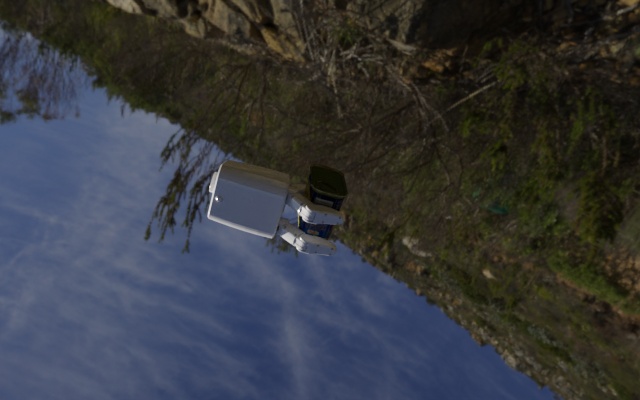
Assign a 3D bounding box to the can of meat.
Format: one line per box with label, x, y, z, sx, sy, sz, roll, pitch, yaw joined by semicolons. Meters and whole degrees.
can of meat;0.000;0.003;0.752;0.057;0.084;0.102;15;25;-10
